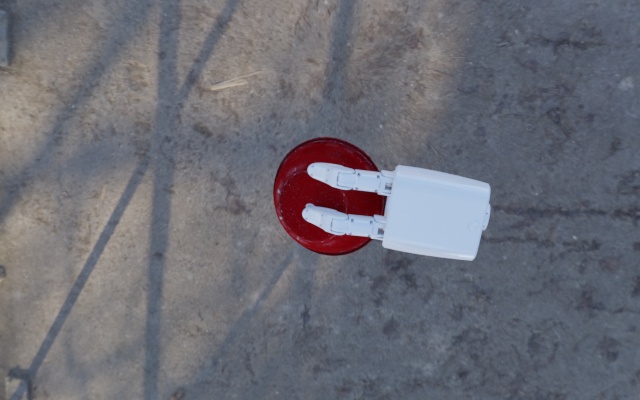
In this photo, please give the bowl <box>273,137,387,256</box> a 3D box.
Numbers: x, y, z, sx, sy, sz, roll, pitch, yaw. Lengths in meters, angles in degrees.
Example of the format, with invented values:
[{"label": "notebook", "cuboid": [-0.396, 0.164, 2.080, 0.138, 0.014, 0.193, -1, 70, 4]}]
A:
[{"label": "bowl", "cuboid": [-0.001, 0.002, 0.612, 0.162, 0.162, 0.055, 0, 13, 23]}]
